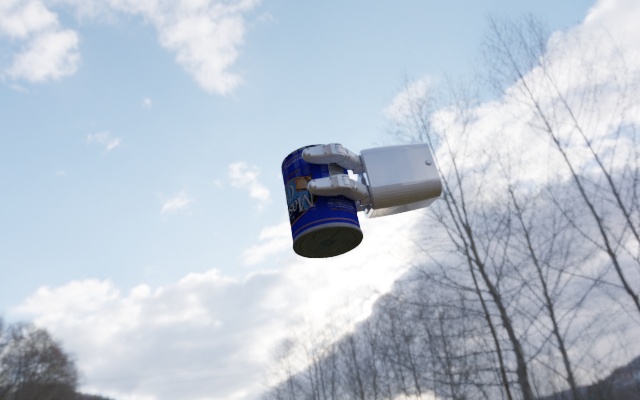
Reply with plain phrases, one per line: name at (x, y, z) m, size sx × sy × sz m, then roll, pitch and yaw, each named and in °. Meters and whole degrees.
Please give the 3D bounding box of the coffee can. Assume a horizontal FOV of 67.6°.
coffee can at (0.000, 0.003, 0.711) m, size 0.103 × 0.140 × 0.103 m, roll -8°, pitch -30°, yaw -5°
